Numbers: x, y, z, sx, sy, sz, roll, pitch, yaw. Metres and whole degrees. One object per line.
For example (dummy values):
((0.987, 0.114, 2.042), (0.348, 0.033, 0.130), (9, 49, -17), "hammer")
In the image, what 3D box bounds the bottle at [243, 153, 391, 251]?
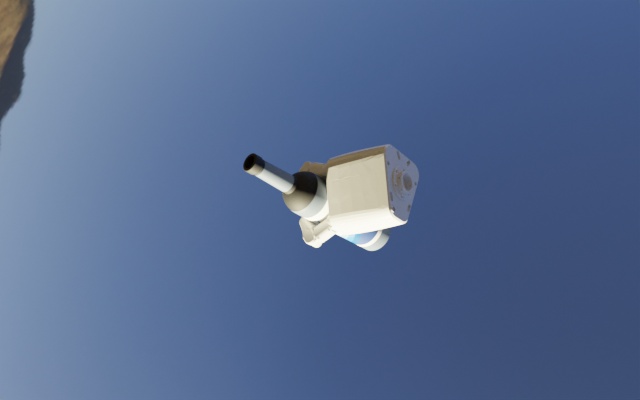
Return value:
((0.000, 0.003, 0.744), (0.069, 0.069, 0.296), (0, -22, 45), "bottle")
